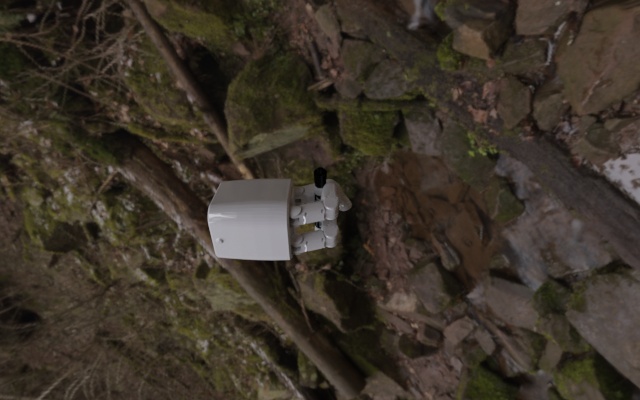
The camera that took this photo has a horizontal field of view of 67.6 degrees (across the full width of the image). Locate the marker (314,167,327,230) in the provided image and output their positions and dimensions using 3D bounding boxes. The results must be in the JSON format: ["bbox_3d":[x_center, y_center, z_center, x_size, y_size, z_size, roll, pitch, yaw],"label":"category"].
[{"bbox_3d":[0.000,0.002,0.691,0.020,0.121,0.020,-1,41,0],"label":"marker"}]
